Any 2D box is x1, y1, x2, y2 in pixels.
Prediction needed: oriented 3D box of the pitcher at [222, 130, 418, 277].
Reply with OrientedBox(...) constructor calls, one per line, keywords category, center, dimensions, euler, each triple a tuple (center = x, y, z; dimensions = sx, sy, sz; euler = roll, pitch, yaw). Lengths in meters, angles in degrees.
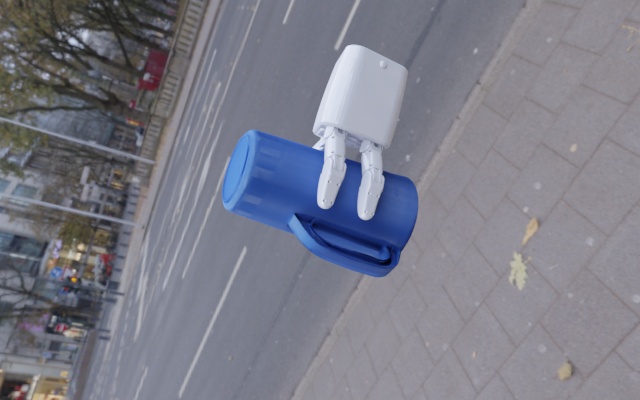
OrientedBox(category="pitcher", center=(0.000, 0.002, 0.633), dimensions=(0.243, 0.145, 0.149), euler=(18, -3, -23))
